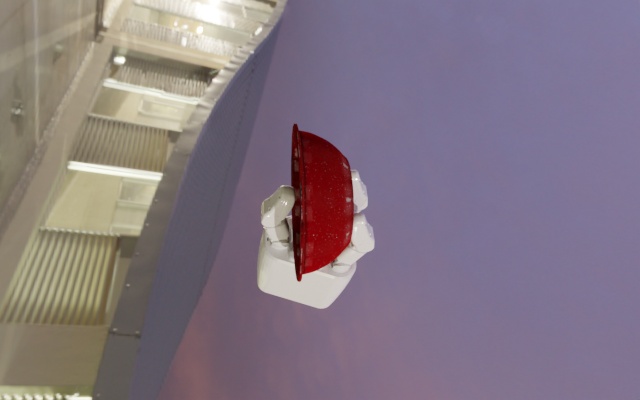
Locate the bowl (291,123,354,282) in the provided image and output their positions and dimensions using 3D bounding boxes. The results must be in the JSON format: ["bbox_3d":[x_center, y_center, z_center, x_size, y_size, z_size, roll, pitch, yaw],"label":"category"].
[{"bbox_3d":[0.001,0.001,0.491,0.055,0.162,0.162,-2,0,-6],"label":"bowl"}]
